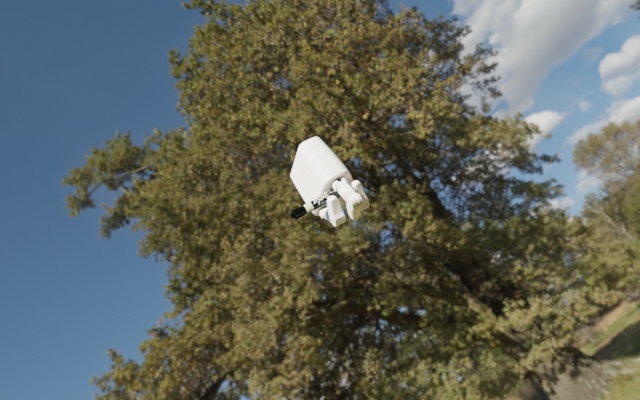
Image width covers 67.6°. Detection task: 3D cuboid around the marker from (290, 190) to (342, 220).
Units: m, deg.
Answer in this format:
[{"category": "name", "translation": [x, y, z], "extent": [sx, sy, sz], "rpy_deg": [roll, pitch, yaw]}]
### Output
[{"category": "marker", "translation": [0.000, 0.003, 0.856], "extent": [0.121, 0.020, 0.020], "rpy_deg": [-26, 8, -17]}]
